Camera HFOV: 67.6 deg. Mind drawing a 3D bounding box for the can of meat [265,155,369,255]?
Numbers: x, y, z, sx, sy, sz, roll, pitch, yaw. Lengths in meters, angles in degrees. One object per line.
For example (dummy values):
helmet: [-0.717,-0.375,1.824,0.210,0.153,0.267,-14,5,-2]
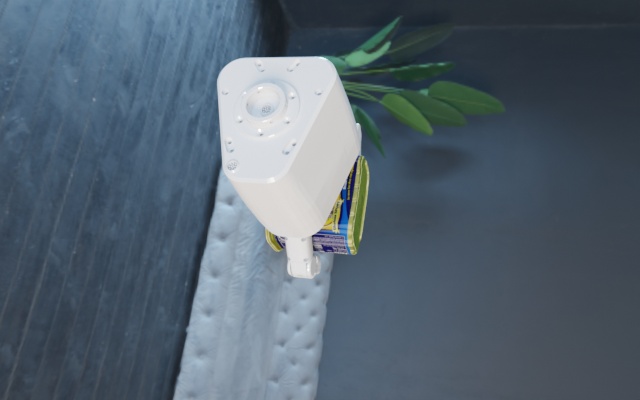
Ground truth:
can of meat: [0.000,0.002,0.475,0.084,0.102,0.057,3,-25,14]
